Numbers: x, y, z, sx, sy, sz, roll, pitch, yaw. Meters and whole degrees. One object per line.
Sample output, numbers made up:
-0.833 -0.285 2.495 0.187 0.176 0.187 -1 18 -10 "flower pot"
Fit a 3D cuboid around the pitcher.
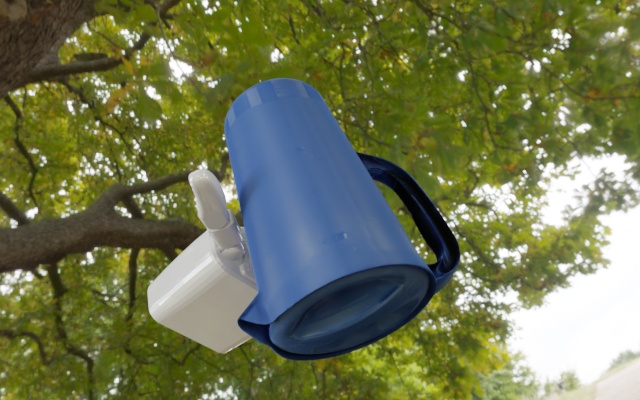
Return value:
0.000 0.001 0.425 0.145 0.242 0.149 -40 -40 22 "pitcher"
